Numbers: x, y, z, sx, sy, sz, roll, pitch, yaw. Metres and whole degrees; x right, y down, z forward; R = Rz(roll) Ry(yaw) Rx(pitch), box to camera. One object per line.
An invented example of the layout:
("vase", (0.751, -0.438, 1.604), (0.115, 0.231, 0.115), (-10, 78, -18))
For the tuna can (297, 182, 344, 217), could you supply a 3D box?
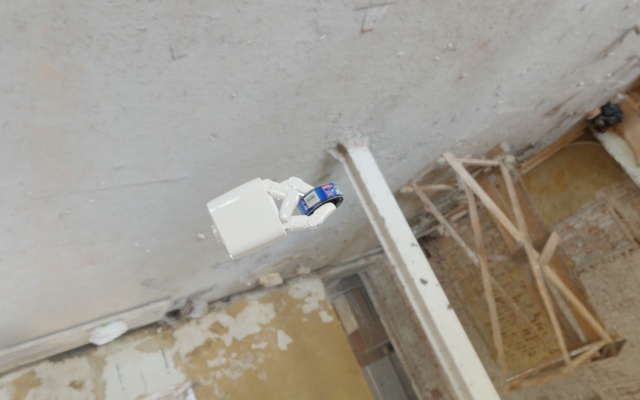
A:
("tuna can", (0.000, 0.003, 0.898), (0.086, 0.033, 0.086), (-28, -18, -10))
